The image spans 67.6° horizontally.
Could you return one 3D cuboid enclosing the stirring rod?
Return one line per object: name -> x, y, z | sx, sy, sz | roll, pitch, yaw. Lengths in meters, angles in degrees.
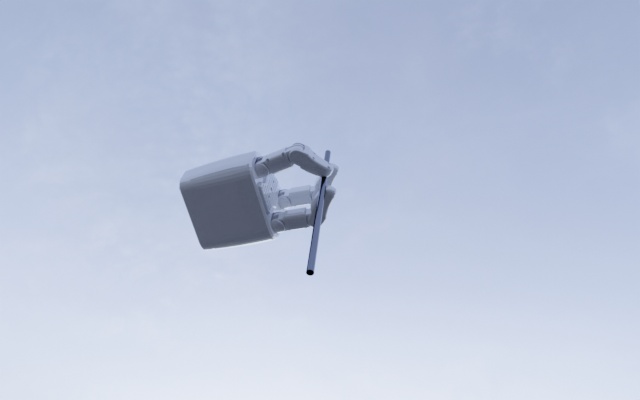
stirring rod -> 0.000, 0.002, 0.559 | 0.011, 0.011, 0.239 | 0, 34, 6
